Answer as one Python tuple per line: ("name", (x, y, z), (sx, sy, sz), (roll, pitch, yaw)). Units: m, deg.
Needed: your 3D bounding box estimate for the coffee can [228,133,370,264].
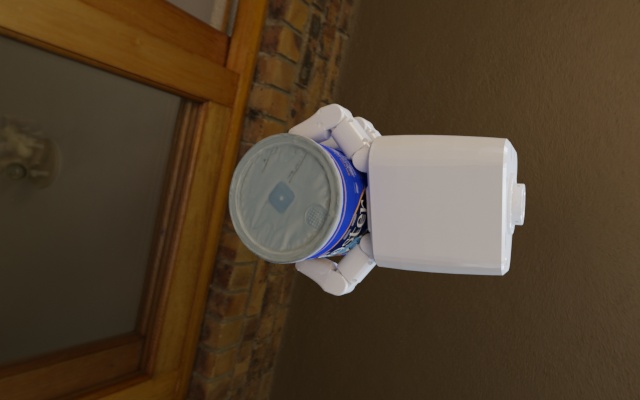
("coffee can", (0.000, 0.001, 0.435), (0.103, 0.103, 0.140), (0, -3, 27))
